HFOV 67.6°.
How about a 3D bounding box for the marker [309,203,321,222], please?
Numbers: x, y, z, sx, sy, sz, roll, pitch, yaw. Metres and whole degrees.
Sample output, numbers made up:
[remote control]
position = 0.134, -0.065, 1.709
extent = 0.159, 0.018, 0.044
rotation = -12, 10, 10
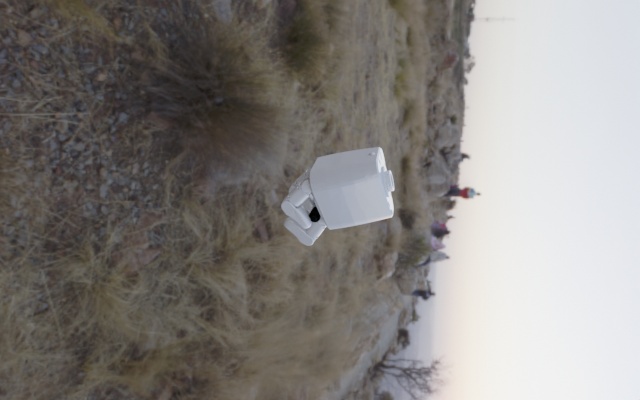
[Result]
[marker]
position = 0.000, 0.003, 0.797
extent = 0.020, 0.020, 0.121
rotation = 0, 25, 12
